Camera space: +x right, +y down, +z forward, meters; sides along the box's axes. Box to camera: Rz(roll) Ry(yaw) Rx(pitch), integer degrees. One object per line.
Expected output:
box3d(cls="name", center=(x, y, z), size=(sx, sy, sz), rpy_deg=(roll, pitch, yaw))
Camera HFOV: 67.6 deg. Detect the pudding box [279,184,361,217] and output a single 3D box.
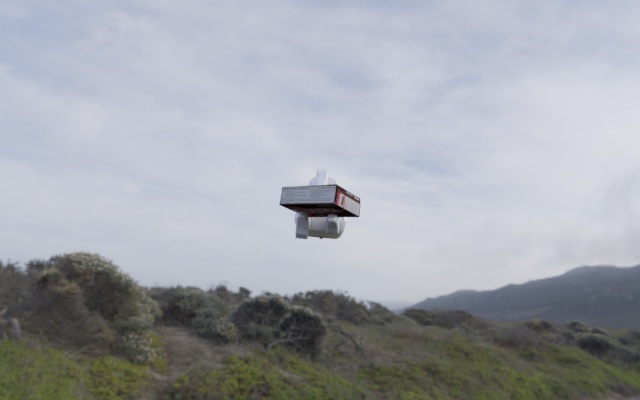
box3d(cls="pudding box", center=(0.000, 0.003, 0.823), size=(0.113, 0.039, 0.090), rpy_deg=(-4, -16, 31))
